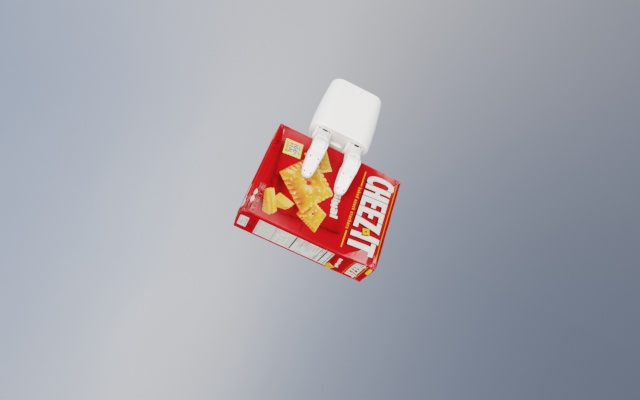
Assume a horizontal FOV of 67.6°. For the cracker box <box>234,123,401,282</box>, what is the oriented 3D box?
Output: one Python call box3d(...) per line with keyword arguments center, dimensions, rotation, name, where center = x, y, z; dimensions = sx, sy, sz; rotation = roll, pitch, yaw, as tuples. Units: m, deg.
box3d(center=(0.000, 0.002, 0.727), dimensions=(0.214, 0.164, 0.072), rotation=(25, -30, -7), name="cracker box")
